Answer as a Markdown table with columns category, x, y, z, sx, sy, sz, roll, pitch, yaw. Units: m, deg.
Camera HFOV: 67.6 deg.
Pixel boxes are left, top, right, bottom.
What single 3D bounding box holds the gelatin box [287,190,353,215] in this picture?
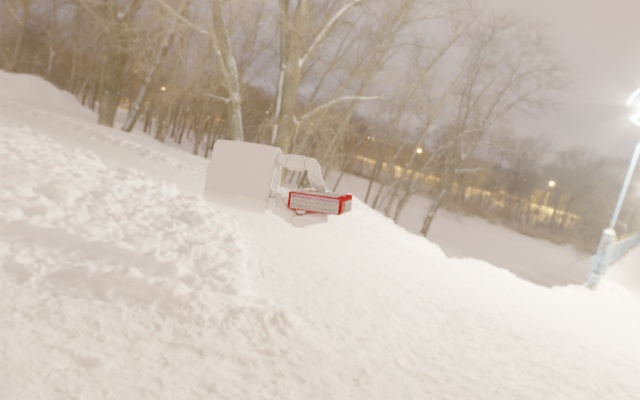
| category | x | y | z | sx | sy | sz | roll | pitch | yaw |
| --- | --- | --- | --- | --- | --- | --- | --- | --- | --- |
| gelatin box | 0.000 | 0.002 | 0.775 | 0.089 | 0.030 | 0.073 | 7 | 7 | 17 |
